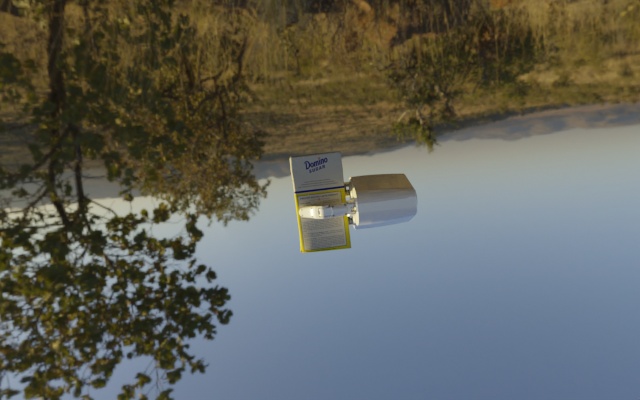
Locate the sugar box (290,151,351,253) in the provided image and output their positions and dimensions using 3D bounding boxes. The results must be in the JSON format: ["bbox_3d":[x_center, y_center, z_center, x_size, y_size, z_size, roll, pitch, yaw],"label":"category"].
[{"bbox_3d":[0.000,0.003,0.866,0.093,0.176,0.048,-6,5,-1],"label":"sugar box"}]
